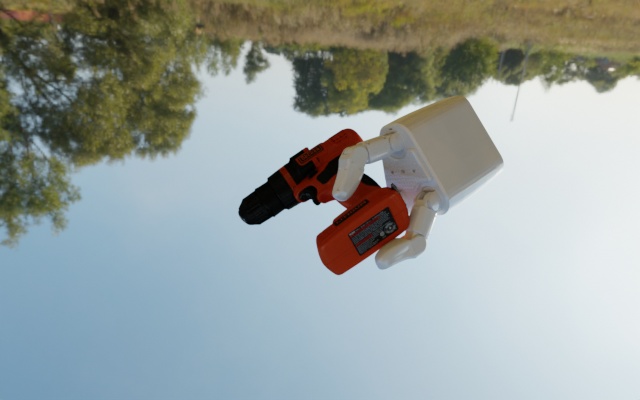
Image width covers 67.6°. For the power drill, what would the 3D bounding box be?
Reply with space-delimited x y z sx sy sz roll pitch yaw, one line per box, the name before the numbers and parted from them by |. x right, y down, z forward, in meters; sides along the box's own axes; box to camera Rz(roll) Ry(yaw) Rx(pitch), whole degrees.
power drill | 0.001 0.002 0.554 0.184 0.057 0.187 -36 37 -2
